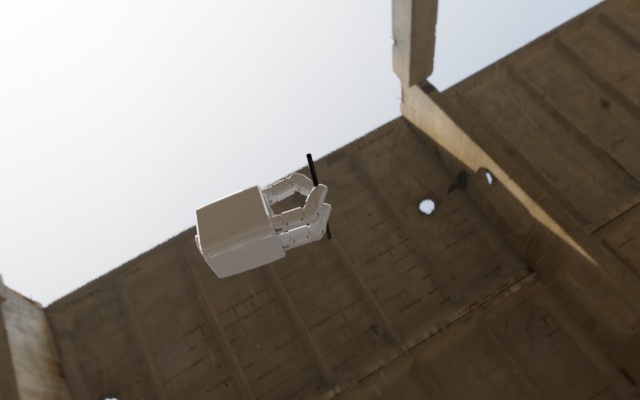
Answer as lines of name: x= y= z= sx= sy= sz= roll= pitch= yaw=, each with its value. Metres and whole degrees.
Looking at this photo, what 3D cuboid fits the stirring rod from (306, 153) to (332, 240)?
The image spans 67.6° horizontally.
stirring rod: x=0.000 y=0.002 z=0.741 sx=0.011 sy=0.011 sz=0.240 roll=0 pitch=-31 yaw=9
